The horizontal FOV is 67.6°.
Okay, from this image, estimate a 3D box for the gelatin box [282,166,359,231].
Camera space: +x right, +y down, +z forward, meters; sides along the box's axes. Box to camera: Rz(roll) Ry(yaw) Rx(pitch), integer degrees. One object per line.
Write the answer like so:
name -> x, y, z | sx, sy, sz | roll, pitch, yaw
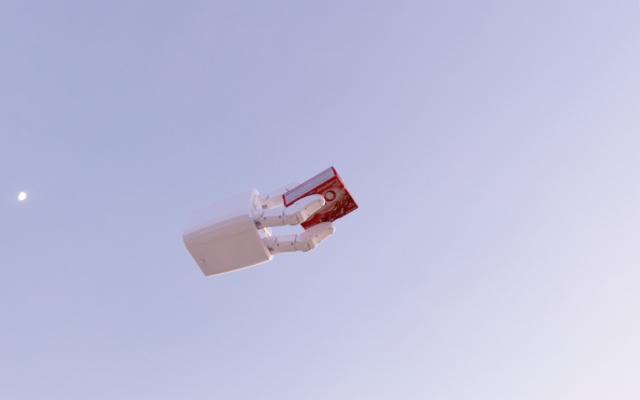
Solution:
gelatin box -> 0.000, 0.002, 0.699 | 0.089, 0.073, 0.030 | -30, 37, 9
